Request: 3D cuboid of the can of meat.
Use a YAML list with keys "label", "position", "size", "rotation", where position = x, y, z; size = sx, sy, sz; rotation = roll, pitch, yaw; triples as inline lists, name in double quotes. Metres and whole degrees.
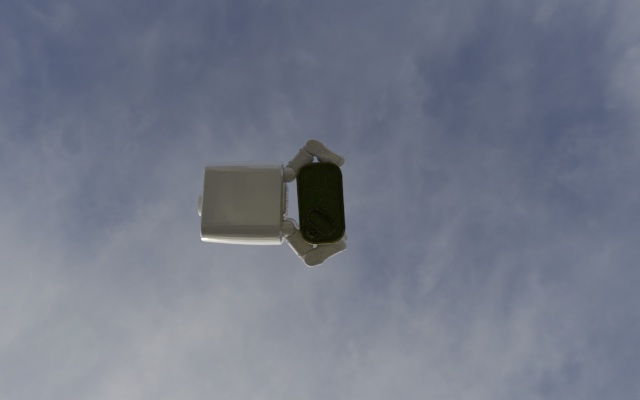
- label: "can of meat"
  position: [0.000, 0.002, 0.629]
  size: [0.057, 0.102, 0.084]
  rotation: [-4, 2, 0]
